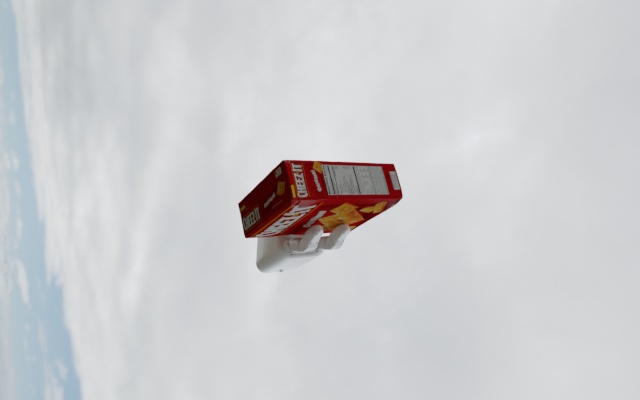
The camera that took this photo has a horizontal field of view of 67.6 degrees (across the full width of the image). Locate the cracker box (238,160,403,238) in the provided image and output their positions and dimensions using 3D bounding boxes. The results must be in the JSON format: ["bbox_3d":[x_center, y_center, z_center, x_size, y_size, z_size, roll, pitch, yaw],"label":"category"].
[{"bbox_3d":[0.000,0.002,0.771,0.214,0.072,0.164,-2,-22,-35],"label":"cracker box"}]
